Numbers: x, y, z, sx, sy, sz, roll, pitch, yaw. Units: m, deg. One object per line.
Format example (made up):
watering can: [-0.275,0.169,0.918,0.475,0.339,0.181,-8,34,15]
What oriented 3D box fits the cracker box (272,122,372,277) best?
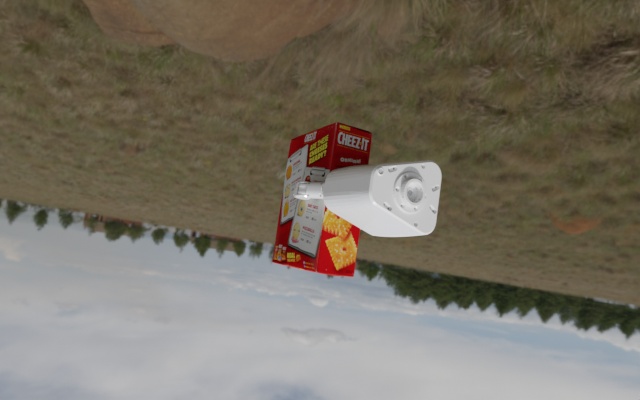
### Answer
cracker box: [0.000,0.003,0.742,0.072,0.213,0.164,12,-7,-27]
